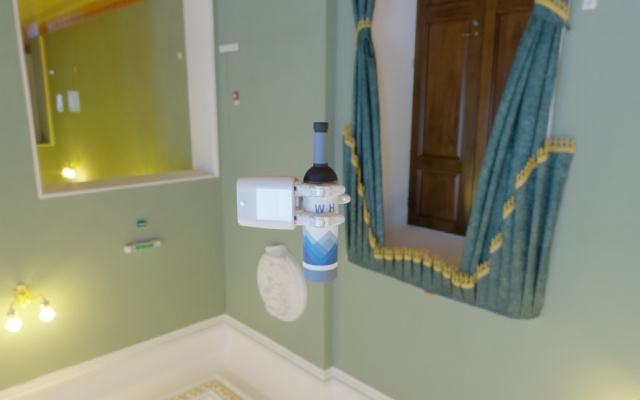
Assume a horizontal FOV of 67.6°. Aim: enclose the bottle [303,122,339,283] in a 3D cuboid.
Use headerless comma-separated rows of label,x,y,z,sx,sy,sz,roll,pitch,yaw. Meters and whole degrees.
bottle,0.000,0.003,0.893,0.069,0.296,0.069,0,12,0
